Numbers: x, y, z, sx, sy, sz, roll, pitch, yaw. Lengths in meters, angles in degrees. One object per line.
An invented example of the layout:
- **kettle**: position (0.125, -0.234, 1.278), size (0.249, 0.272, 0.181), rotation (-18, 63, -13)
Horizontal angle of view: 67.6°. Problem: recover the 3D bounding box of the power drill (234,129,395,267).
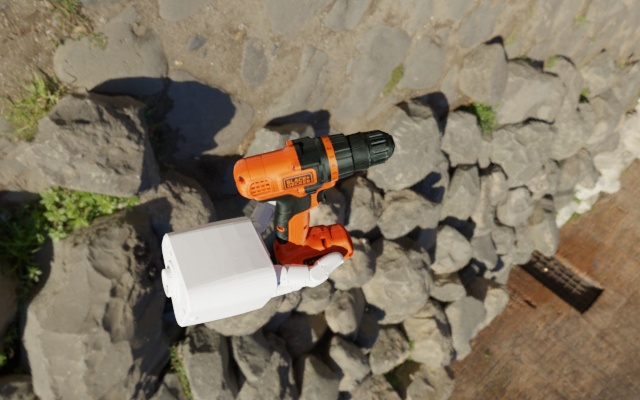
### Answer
- **power drill**: position (0.000, 0.002, 0.586), size (0.184, 0.188, 0.057), rotation (-13, 45, -6)
